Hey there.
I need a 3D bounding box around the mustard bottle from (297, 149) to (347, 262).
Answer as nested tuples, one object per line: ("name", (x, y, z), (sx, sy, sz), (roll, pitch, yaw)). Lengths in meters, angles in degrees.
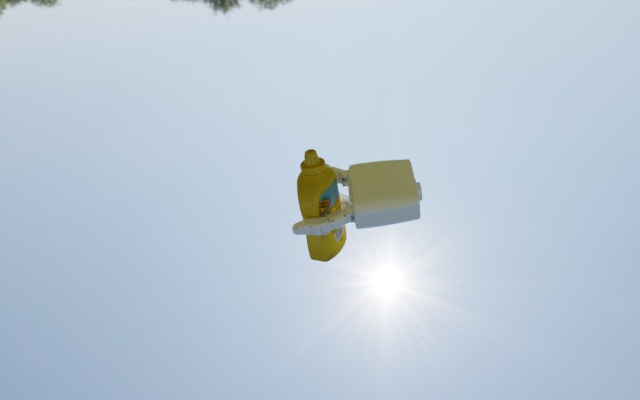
("mustard bottle", (0.000, 0.003, 0.799), (0.058, 0.192, 0.096), (7, 36, 26))
